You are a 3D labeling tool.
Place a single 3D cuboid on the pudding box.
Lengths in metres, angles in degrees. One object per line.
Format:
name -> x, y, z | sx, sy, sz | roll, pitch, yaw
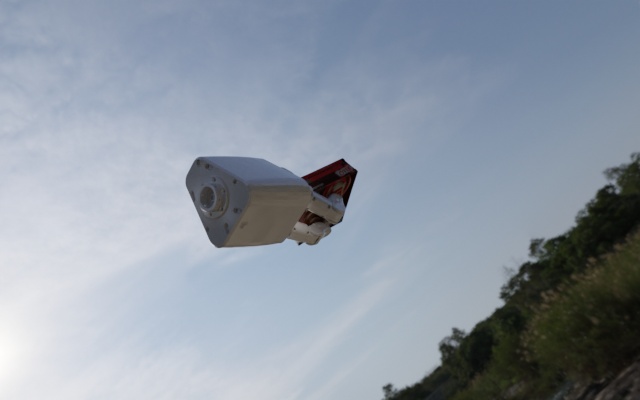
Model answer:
pudding box -> 0.000, 0.002, 0.688 | 0.090, 0.039, 0.114 | -26, -30, -32
